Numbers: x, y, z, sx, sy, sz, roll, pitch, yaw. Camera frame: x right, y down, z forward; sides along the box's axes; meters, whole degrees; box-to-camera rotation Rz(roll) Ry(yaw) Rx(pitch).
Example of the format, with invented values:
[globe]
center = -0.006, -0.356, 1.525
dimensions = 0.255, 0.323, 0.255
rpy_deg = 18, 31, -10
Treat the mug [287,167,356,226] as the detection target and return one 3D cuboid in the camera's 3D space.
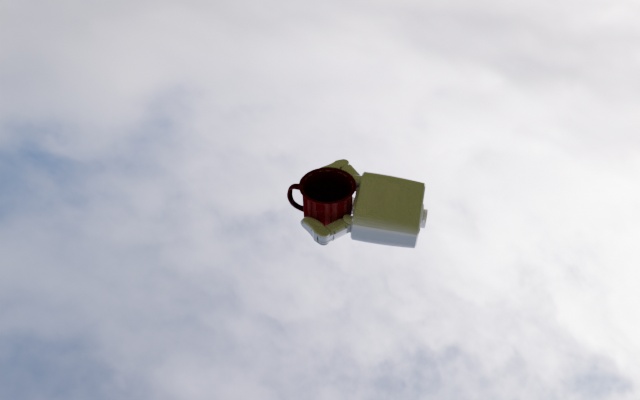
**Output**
[mug]
center = -0.001, 0.003, 0.795
dimensions = 0.117, 0.082, 0.093
rpy_deg = 9, 43, 11
